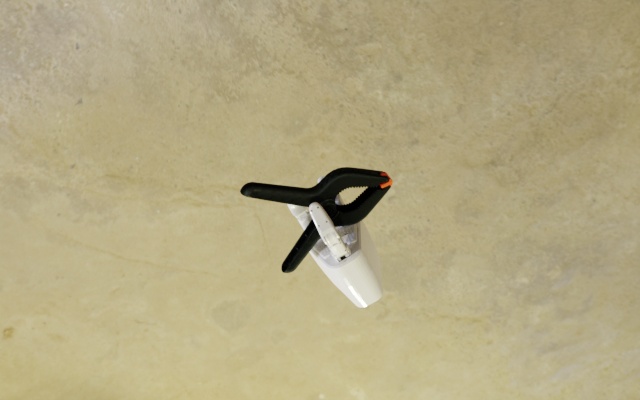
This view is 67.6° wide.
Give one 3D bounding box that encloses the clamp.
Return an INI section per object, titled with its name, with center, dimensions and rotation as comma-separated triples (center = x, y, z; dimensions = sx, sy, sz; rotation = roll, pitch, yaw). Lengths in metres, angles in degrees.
[clamp]
center = 0.001, 0.003, 0.685
dimensions = 0.210, 0.165, 0.036
rotation = -29, 34, 3
